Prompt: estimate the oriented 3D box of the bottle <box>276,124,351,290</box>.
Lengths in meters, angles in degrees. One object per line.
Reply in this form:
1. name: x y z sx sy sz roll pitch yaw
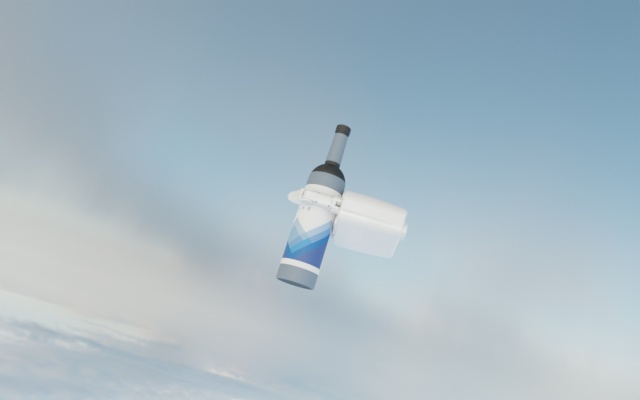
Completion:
1. bottle: 0.000 0.003 0.827 0.069 0.295 0.069 16 -16 5
